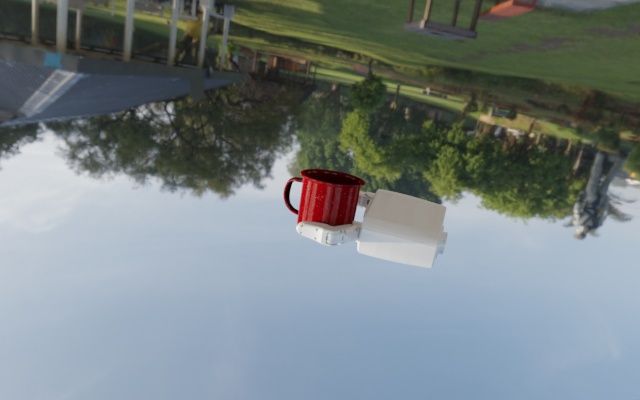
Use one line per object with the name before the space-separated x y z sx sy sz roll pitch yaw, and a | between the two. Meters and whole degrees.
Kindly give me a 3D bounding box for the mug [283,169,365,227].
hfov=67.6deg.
mug | -0.001 0.002 0.688 0.117 0.081 0.093 13 15 16
